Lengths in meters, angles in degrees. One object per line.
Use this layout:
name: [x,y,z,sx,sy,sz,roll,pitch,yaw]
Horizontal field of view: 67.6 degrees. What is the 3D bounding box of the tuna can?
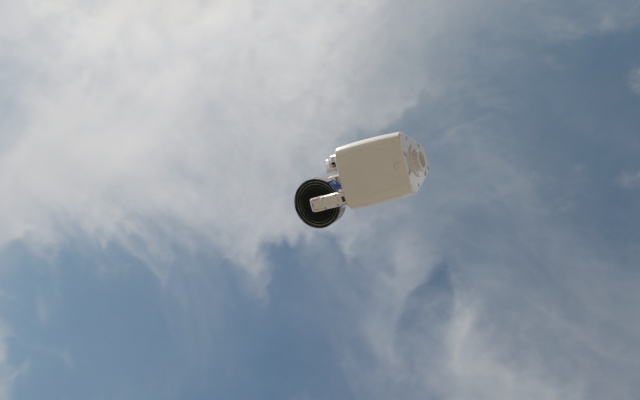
tuna can: [0.000,0.003,0.819,0.086,0.086,0.033,0,11,26]
